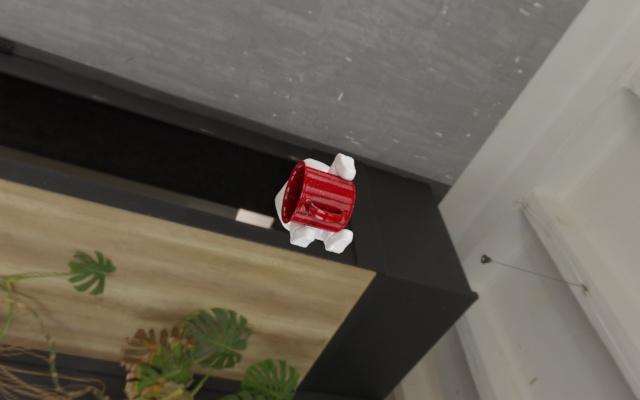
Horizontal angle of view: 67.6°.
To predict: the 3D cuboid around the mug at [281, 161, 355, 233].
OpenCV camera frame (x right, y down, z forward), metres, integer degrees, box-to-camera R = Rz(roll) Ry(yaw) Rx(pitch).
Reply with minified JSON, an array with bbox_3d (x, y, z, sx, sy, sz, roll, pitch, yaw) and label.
[{"bbox_3d":[0.001,0.003,0.674,0.081,0.093,0.117,16,13,-18],"label":"mug"}]
